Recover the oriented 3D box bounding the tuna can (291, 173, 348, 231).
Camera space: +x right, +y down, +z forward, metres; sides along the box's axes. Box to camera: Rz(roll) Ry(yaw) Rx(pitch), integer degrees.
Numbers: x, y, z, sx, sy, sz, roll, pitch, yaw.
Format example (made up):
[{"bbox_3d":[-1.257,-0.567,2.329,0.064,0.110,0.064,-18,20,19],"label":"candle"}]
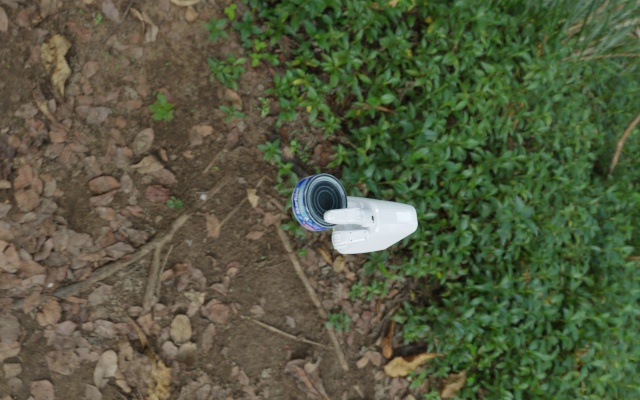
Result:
[{"bbox_3d":[0.000,0.002,0.728,0.086,0.086,0.034,0,-8,-38],"label":"tuna can"}]
